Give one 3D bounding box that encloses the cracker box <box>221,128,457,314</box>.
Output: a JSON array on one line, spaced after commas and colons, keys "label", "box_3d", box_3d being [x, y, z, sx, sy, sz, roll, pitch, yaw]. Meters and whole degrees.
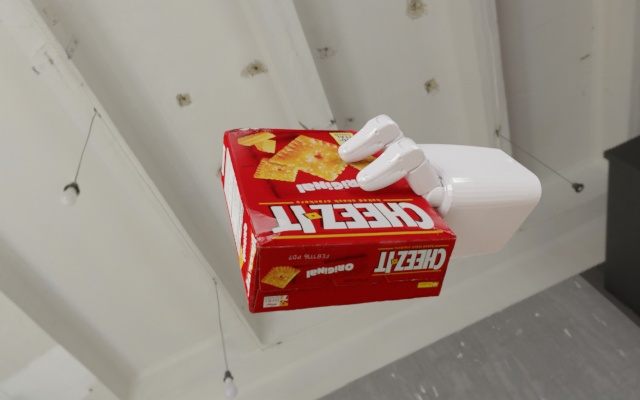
[{"label": "cracker box", "box_3d": [0.000, 0.002, 0.450, 0.164, 0.072, 0.213, -2, 31, -17]}]
